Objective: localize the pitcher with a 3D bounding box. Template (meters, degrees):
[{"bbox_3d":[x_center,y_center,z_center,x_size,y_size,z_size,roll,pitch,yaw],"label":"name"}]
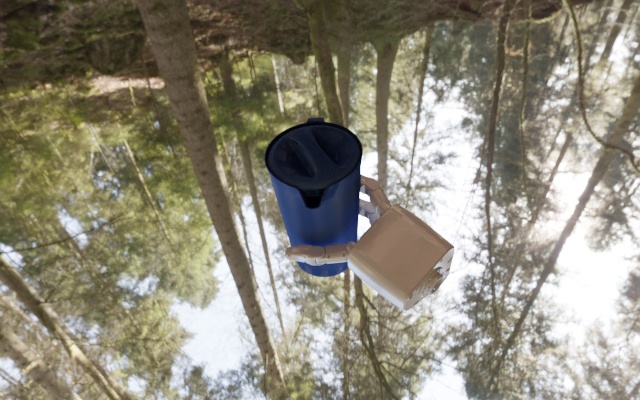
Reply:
[{"bbox_3d":[0.000,0.003,0.736,0.145,0.243,0.149,35,60,30],"label":"pitcher"}]
